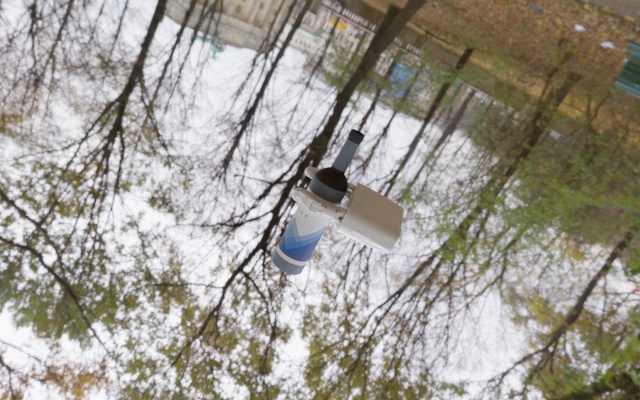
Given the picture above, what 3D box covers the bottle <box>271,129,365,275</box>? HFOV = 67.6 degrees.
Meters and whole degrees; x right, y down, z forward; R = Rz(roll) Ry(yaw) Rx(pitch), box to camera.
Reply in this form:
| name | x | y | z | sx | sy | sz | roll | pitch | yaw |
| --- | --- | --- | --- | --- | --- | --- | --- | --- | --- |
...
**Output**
| name | x | y | z | sx | sy | sz | roll | pitch | yaw |
| --- | --- | --- | --- | --- | --- | --- | --- | --- | --- |
| bottle | 0.000 | 0.003 | 0.883 | 0.069 | 0.296 | 0.069 | 25 | 20 | -10 |
